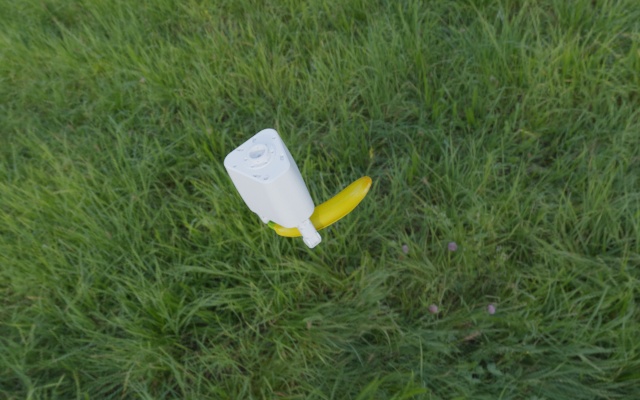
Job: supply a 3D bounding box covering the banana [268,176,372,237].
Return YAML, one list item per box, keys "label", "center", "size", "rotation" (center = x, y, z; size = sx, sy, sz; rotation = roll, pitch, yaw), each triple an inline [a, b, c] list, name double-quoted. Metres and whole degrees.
- label: "banana"
  center: [0.001, 0.016, 0.806]
  size: [0.198, 0.069, 0.037]
  rotation: [-23, -45, 4]
